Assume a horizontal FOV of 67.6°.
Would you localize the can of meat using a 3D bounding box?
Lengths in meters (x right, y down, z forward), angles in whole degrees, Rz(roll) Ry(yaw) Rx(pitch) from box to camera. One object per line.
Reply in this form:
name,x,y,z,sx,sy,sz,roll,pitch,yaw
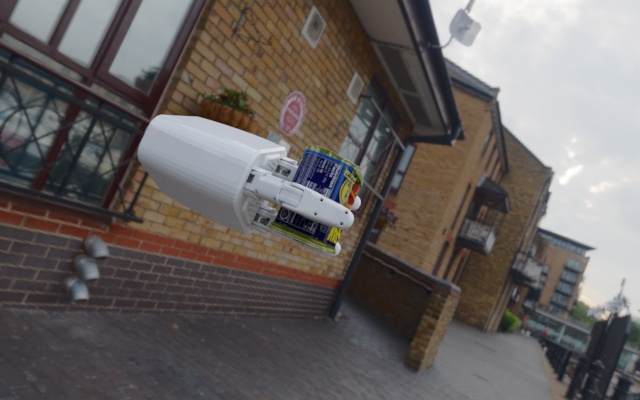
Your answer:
can of meat,0.000,0.001,0.460,0.057,0.084,0.102,22,-4,12
